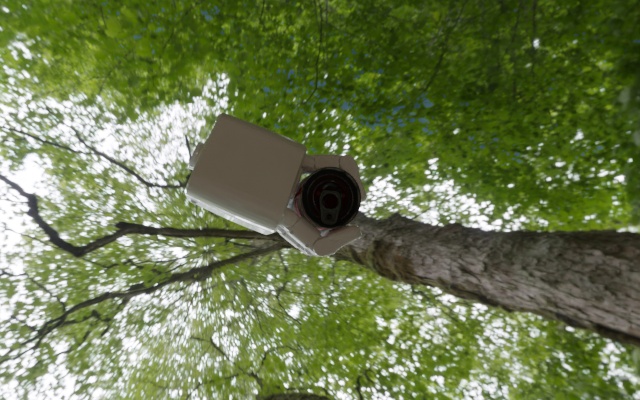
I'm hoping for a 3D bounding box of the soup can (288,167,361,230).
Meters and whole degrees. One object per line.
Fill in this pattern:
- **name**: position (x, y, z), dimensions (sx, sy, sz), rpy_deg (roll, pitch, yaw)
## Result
- **soup can**: position (0.001, 0.002, 0.564), dimensions (0.068, 0.068, 0.102), rpy_deg (0, -6, -14)
